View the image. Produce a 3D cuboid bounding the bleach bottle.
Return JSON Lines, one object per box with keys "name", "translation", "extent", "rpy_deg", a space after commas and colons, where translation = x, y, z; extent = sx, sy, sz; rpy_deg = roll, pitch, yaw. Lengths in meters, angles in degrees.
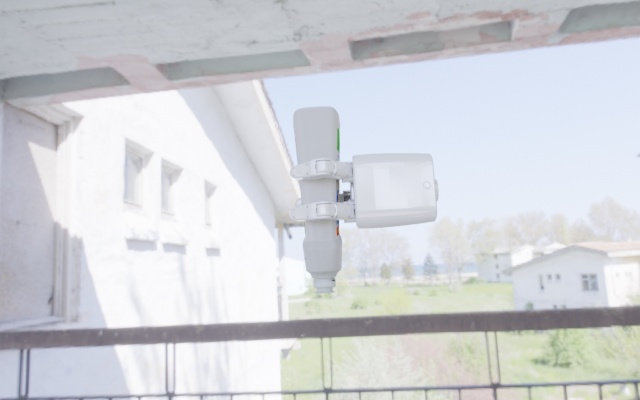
{"name": "bleach bottle", "translation": [0.000, 0.002, 0.672], "extent": [0.068, 0.251, 0.102], "rpy_deg": [-3, -8, 3]}
